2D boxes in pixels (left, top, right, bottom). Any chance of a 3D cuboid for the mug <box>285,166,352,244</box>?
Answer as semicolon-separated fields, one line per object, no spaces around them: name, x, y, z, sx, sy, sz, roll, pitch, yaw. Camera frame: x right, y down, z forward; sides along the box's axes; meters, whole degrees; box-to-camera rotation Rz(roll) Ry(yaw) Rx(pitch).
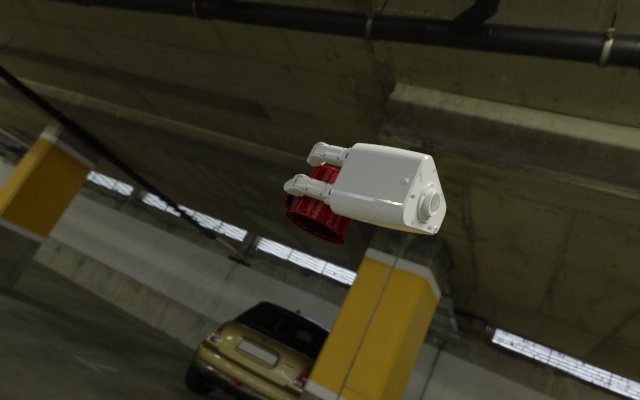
mug;-0.001;0.002;0.688;0.117;0.081;0.093;14;-20;38
